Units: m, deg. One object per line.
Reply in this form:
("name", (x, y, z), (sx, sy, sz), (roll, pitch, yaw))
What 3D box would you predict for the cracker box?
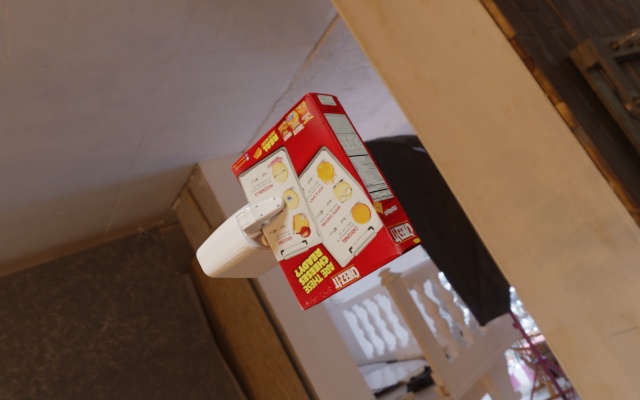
("cracker box", (0.000, 0.002, 0.592), (0.164, 0.213, 0.072), (-37, -14, 34))
